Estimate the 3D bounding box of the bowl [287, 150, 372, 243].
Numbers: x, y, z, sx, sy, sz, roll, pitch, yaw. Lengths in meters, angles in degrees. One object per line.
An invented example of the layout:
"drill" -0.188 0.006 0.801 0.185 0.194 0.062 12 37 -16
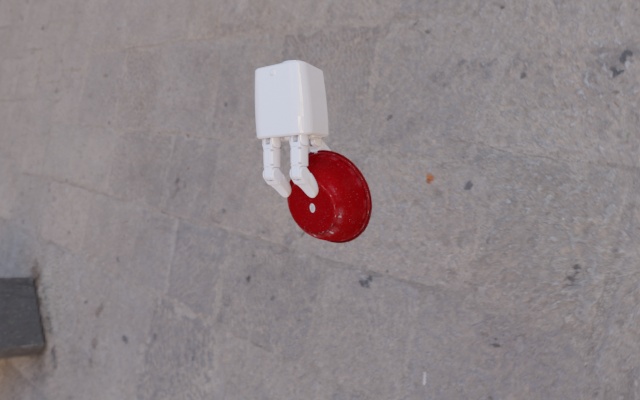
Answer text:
"bowl" 0.000 0.004 0.772 0.162 0.162 0.055 0 18 36
